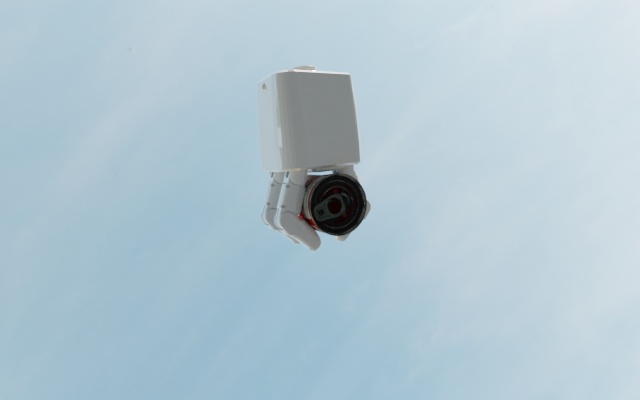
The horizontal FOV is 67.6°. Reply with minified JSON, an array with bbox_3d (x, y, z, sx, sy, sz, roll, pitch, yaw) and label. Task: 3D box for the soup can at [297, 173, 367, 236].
[{"bbox_3d":[0.000,0.002,0.557,0.068,0.068,0.102,0,3,-23],"label":"soup can"}]
